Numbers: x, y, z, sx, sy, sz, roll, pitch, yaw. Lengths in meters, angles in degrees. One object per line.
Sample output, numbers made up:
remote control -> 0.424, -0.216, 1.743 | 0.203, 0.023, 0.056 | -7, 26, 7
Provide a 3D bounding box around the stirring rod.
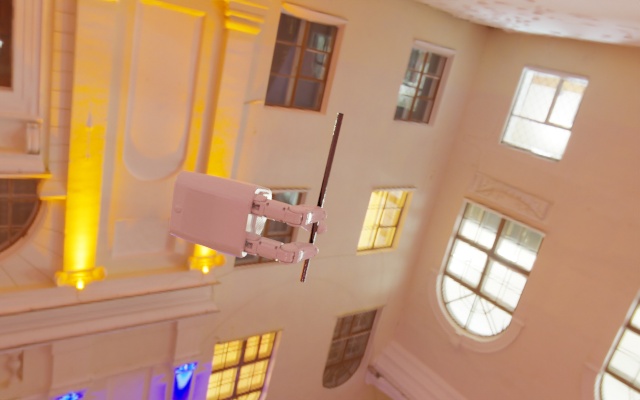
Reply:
stirring rod -> 0.000, 0.002, 0.638 | 0.011, 0.239, 0.011 | 12, 18, -4
